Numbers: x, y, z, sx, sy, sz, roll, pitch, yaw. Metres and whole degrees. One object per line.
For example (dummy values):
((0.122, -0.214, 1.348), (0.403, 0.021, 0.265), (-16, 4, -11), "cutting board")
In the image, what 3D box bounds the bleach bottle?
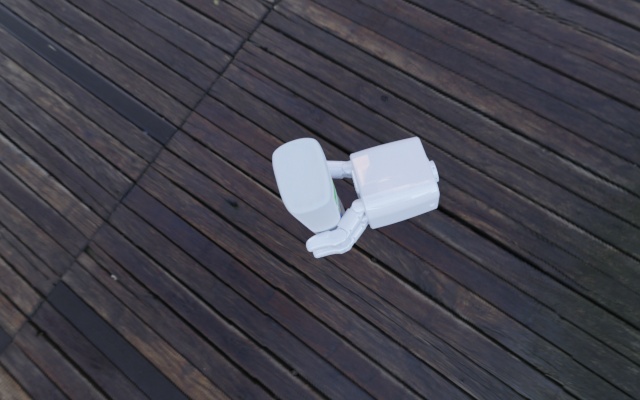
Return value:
((0.000, 0.002, 0.711), (0.068, 0.102, 0.251), (-17, -18, 6), "bleach bottle")
